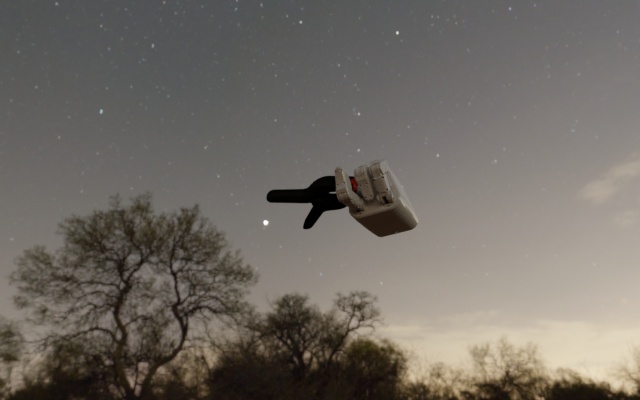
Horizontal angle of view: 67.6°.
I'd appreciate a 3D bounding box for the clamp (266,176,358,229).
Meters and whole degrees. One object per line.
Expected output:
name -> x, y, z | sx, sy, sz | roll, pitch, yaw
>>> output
clamp -> 0.000, 0.002, 0.875 | 0.171, 0.039, 0.120 | -13, -36, 27
